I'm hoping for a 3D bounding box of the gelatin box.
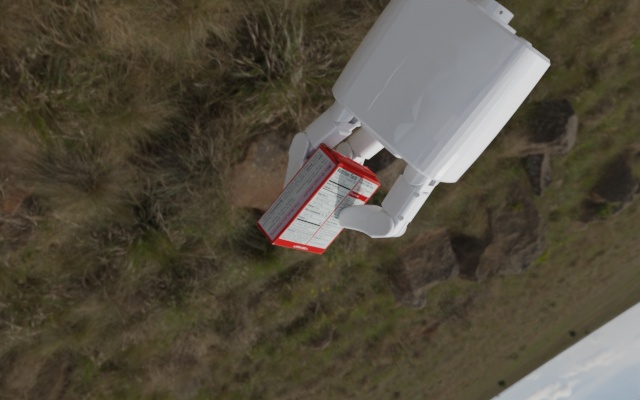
[{"bbox_3d":[0.000,0.002,0.405,0.030,0.089,0.073,48,16,32],"label":"gelatin box"}]
